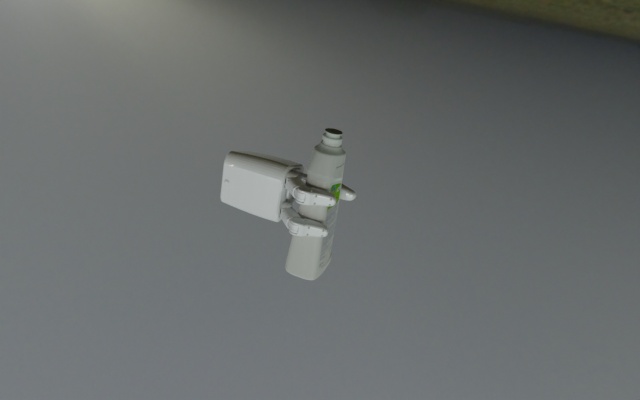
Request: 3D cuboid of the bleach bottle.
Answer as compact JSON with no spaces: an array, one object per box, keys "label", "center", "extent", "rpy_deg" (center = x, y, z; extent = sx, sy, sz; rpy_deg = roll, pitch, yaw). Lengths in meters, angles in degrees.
[{"label":"bleach bottle","center":[0.000,0.003,0.787],"extent":[0.068,0.251,0.102],"rpy_deg":[18,26,12]}]
